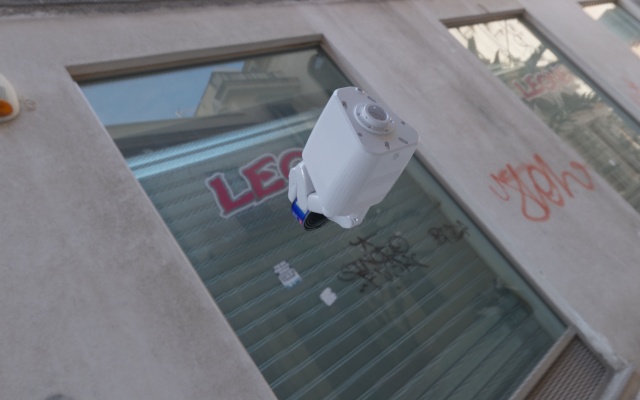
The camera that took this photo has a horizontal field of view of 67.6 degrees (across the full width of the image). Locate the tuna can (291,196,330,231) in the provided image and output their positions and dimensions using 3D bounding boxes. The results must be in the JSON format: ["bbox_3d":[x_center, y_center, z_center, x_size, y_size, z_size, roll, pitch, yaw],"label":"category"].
[{"bbox_3d":[0.000,0.002,0.687,0.033,0.086,0.086,48,22,22],"label":"tuna can"}]
